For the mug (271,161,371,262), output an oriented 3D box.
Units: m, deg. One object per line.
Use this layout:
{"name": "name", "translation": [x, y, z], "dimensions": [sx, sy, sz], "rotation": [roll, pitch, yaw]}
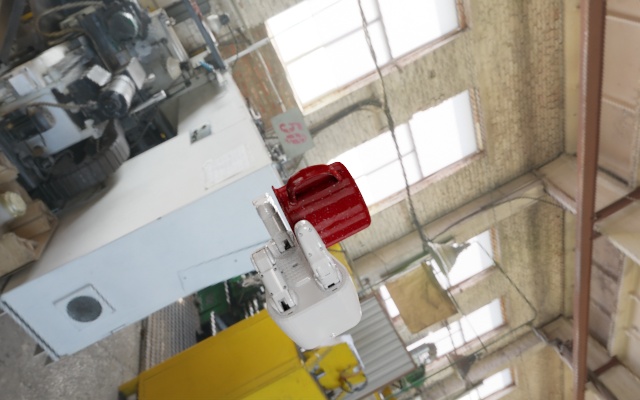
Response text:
{"name": "mug", "translation": [0.000, 0.001, 0.511], "dimensions": [0.081, 0.093, 0.117], "rotation": [-26, -38, -4]}
